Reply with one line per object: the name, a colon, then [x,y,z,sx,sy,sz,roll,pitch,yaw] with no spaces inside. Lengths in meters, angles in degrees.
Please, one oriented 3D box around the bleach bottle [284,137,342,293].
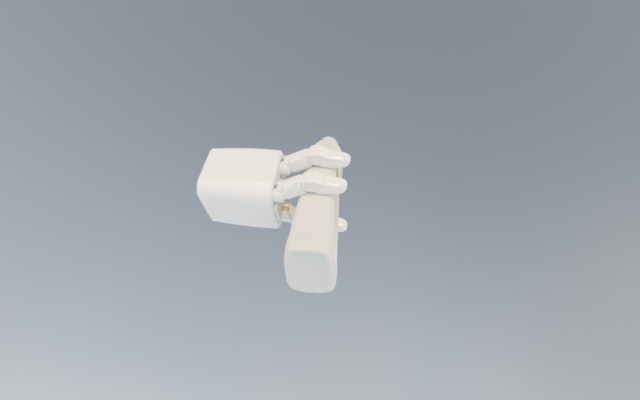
bleach bottle: [0.000,0.002,0.696,0.068,0.250,0.103,4,-44,6]
